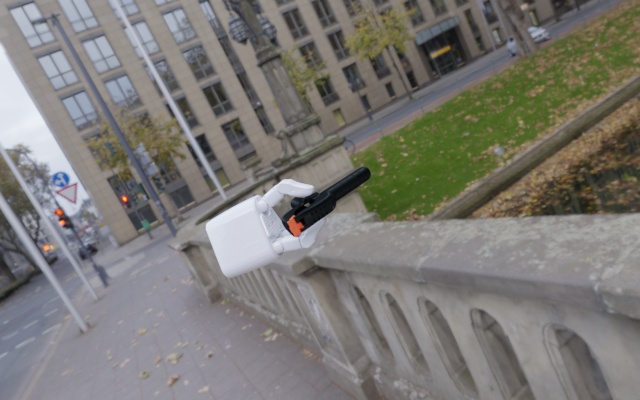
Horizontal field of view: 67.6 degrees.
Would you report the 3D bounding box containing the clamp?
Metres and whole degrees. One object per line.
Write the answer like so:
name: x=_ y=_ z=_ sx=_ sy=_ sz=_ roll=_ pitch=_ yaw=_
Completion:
clamp: x=-0.001 y=0.002 z=0.783 sx=0.164 sy=0.036 sz=0.210 roll=-26 pitch=9 yaw=17
